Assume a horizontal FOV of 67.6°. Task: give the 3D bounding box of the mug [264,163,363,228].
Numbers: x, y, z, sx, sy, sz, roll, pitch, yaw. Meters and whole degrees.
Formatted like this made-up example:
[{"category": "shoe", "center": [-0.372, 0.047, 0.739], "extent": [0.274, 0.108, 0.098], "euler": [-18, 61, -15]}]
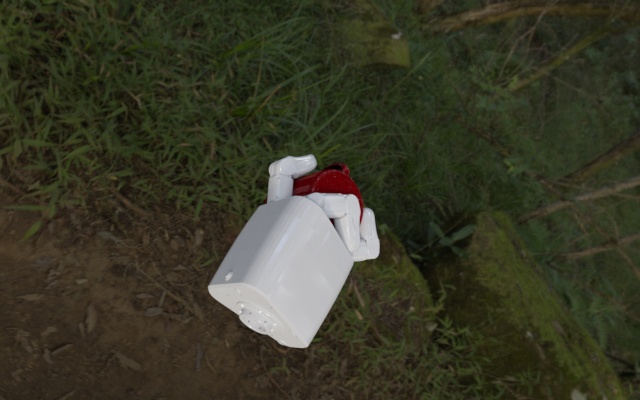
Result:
[{"category": "mug", "center": [0.001, 0.001, 0.561], "extent": [0.093, 0.117, 0.081], "euler": [46, -35, -24]}]
